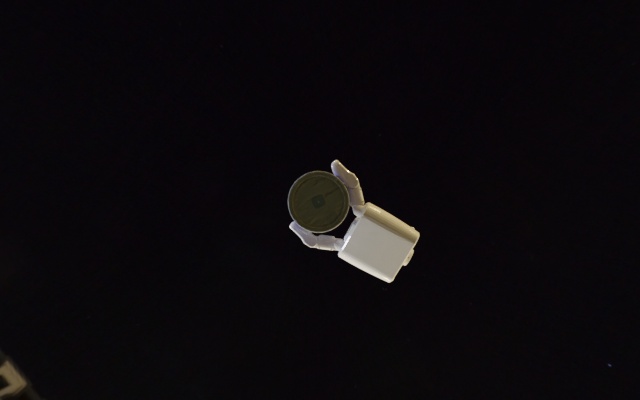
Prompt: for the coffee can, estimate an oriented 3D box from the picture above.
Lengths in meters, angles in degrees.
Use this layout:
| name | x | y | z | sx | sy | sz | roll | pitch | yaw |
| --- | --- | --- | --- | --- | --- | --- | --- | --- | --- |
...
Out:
| name | x | y | z | sx | sy | sz | roll | pitch | yaw |
| --- | --- | --- | --- | --- | --- | --- | --- | --- | --- |
| coffee can | 0.000 | 0.003 | 0.860 | 0.103 | 0.103 | 0.140 | 0 | 0 | 3 |
